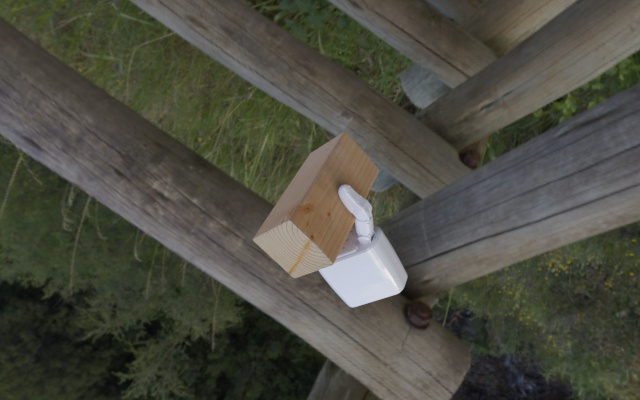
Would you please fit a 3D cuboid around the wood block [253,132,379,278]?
[{"bbox_3d":[0.001,0.003,0.716,0.091,0.090,0.206,-26,25,43],"label":"wood block"}]
